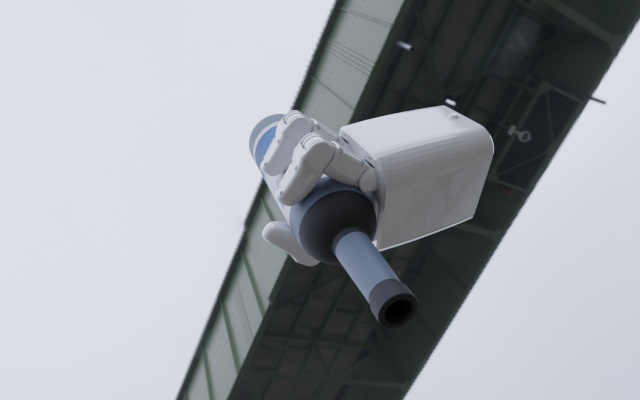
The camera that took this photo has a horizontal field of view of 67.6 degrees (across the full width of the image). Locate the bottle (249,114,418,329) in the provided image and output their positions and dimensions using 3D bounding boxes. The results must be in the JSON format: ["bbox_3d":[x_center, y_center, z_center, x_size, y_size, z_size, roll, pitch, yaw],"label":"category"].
[{"bbox_3d":[0.000,0.001,0.413,0.069,0.069,0.295,0,27,-21],"label":"bottle"}]
